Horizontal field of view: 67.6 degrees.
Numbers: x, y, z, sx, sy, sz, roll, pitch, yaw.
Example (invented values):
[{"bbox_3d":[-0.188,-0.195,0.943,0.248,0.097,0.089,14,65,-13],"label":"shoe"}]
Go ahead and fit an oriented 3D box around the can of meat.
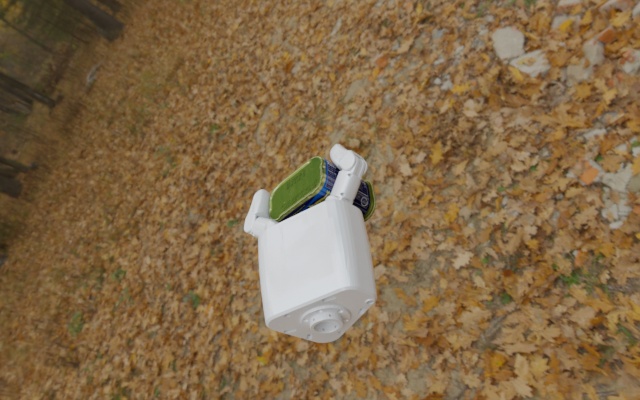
[{"bbox_3d":[0.000,0.002,0.567,0.084,0.057,0.102,27,-48,-34],"label":"can of meat"}]
